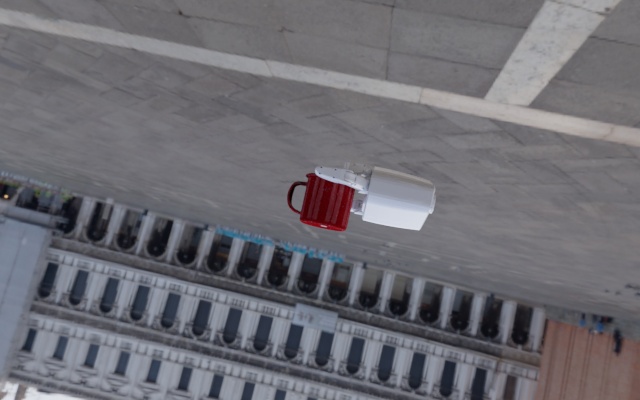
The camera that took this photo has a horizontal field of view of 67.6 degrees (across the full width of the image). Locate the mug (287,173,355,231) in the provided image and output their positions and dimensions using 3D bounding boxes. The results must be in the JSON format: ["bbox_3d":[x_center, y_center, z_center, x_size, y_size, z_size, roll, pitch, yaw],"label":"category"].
[{"bbox_3d":[-0.001,0.003,0.810,0.117,0.081,0.093,12,-7,5],"label":"mug"}]
